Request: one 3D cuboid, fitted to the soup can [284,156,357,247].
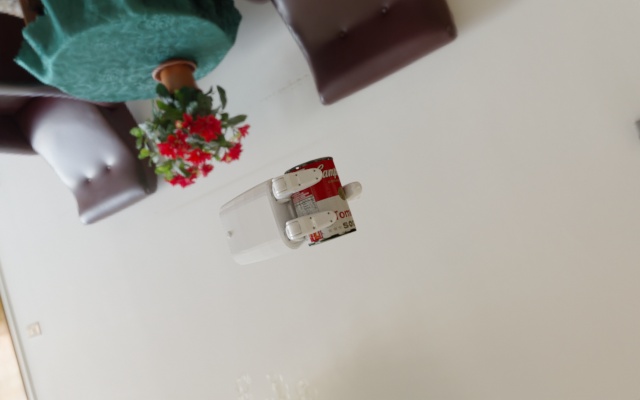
[{"bbox_3d":[0.001,0.002,0.622,0.068,0.102,0.068,-18,-5,-2],"label":"soup can"}]
